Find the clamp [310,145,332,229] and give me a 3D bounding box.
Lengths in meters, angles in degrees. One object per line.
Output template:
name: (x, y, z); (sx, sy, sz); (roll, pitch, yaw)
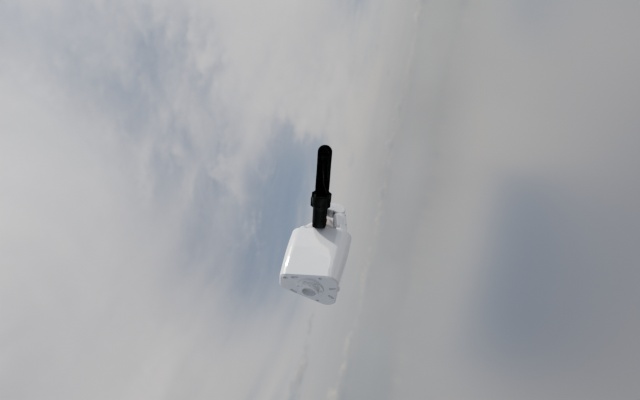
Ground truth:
clamp: (0.000, 0.003, 0.825); (0.039, 0.120, 0.172); (8, -42, 7)
